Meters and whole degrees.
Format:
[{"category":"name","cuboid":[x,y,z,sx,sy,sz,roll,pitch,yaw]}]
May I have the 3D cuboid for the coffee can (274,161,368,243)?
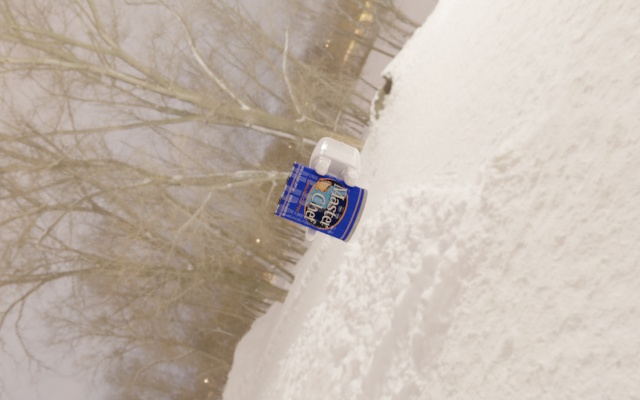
[{"category":"coffee can","cuboid":[0.000,0.003,0.850,0.140,0.103,0.103,21,-2,-4]}]
